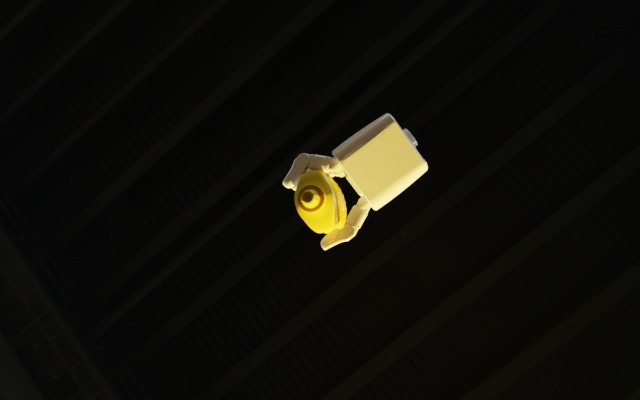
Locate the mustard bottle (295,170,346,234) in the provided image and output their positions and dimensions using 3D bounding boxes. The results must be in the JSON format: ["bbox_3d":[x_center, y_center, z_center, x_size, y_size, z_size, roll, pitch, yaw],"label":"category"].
[{"bbox_3d":[0.000,0.003,0.744,0.058,0.096,0.191,-12,-6,9],"label":"mustard bottle"}]
